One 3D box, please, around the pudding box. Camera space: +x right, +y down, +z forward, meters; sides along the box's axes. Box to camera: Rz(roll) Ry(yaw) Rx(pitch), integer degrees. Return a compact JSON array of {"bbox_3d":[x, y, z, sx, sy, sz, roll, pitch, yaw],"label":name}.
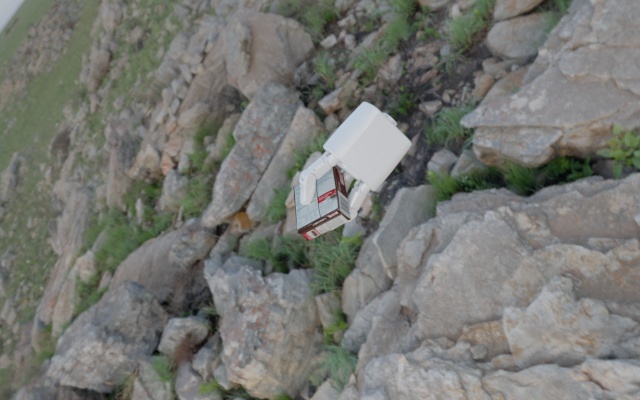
[{"bbox_3d":[0.000,0.003,0.829,0.090,0.113,0.039,-29,-49,22],"label":"pudding box"}]
